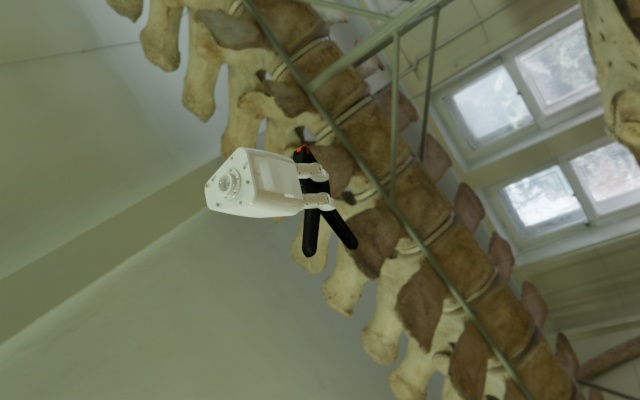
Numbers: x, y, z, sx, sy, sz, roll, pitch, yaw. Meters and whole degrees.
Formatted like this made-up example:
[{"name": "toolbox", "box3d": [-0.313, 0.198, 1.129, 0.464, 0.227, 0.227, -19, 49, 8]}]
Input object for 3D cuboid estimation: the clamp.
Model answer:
[{"name": "clamp", "box3d": [-0.001, 0.003, 0.858, 0.036, 0.210, 0.164, -24, -20, 28]}]
